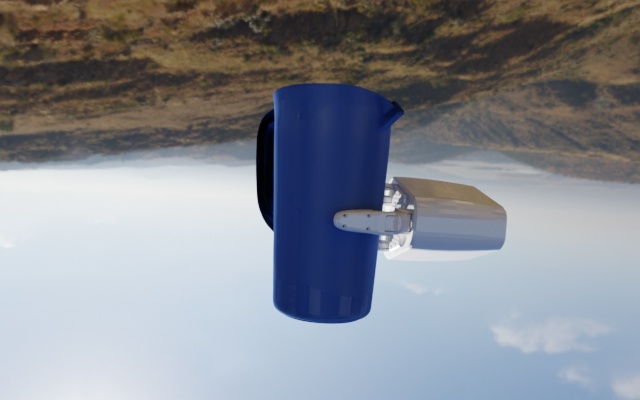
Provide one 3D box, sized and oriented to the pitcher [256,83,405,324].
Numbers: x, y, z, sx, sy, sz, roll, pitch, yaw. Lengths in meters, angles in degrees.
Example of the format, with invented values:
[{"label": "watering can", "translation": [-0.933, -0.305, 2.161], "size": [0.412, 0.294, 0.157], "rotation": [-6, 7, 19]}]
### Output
[{"label": "pitcher", "translation": [0.000, 0.002, 0.528], "size": [0.145, 0.243, 0.149], "rotation": [4, 0, -10]}]
